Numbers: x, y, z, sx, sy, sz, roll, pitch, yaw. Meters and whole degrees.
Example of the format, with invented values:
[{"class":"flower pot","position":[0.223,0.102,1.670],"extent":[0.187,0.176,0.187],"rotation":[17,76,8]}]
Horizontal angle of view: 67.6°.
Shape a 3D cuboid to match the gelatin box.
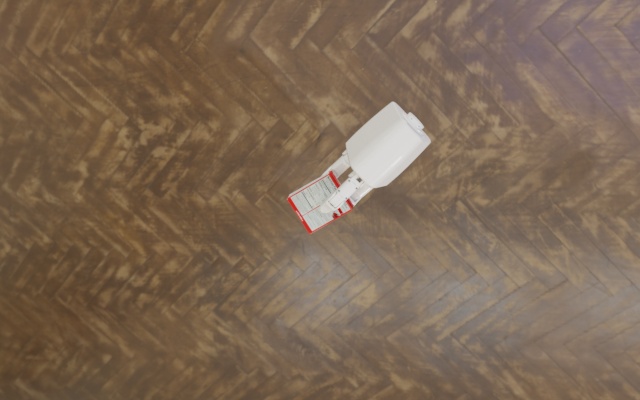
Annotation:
[{"class":"gelatin box","position":[0.000,0.003,0.801],"extent":[0.089,0.073,0.030],"rotation":[-30,10,13]}]
